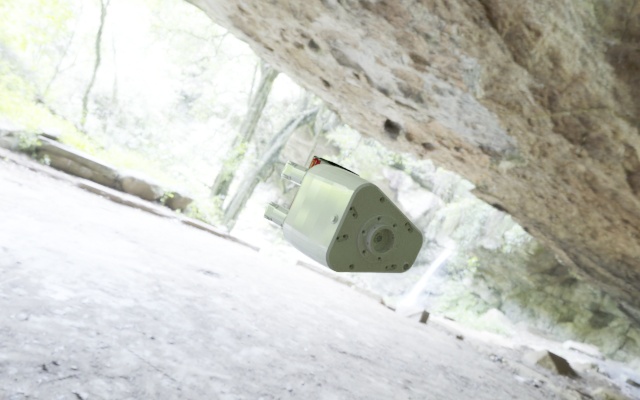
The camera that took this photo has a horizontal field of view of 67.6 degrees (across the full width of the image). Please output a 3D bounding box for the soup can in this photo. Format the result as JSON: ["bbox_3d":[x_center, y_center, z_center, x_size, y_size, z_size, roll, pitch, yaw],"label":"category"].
[{"bbox_3d":[0.000,0.002,0.608,0.068,0.102,0.068,24,1,0],"label":"soup can"}]
